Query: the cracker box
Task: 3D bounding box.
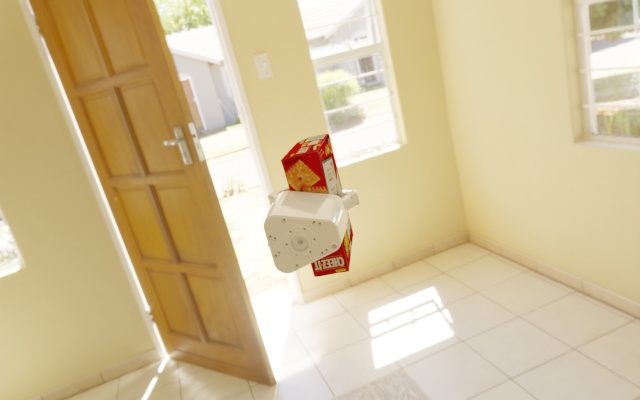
[{"bbox_3d":[0.000,0.003,0.852,0.072,0.214,0.164,-11,17,10],"label":"cracker box"}]
